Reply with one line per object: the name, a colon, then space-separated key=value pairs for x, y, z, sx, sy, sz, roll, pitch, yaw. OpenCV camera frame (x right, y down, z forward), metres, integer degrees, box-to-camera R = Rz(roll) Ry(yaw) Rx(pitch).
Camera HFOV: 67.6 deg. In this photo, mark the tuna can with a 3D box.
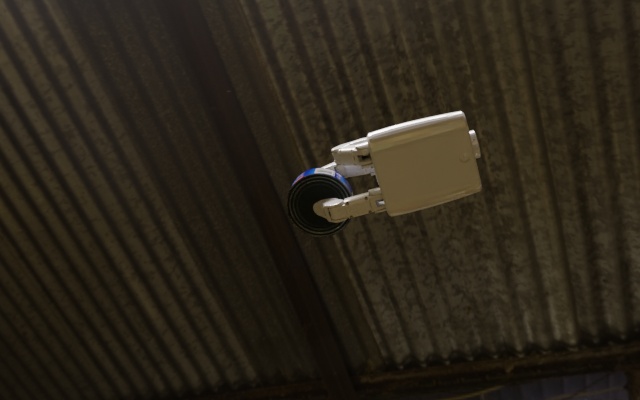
tuna can: x=0.000 y=0.002 z=0.613 sx=0.086 sy=0.086 sz=0.033 roll=0 pitch=20 yaw=5
